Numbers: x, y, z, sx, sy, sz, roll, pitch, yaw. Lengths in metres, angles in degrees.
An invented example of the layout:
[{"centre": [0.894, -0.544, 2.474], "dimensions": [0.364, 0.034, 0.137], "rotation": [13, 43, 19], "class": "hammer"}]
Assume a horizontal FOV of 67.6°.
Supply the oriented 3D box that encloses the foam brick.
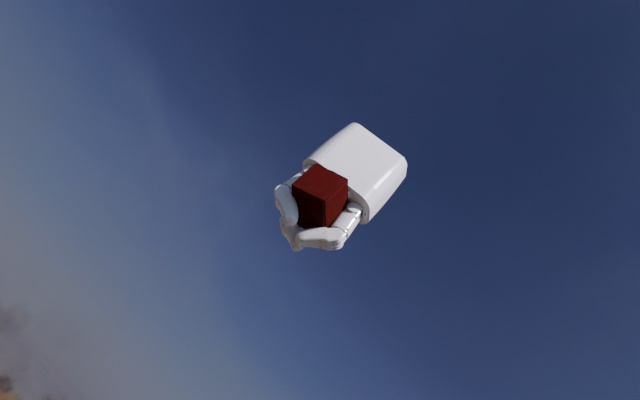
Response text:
[{"centre": [0.000, 0.002, 0.613], "dimensions": [0.053, 0.078, 0.051], "rotation": [29, 55, 25], "class": "foam brick"}]
